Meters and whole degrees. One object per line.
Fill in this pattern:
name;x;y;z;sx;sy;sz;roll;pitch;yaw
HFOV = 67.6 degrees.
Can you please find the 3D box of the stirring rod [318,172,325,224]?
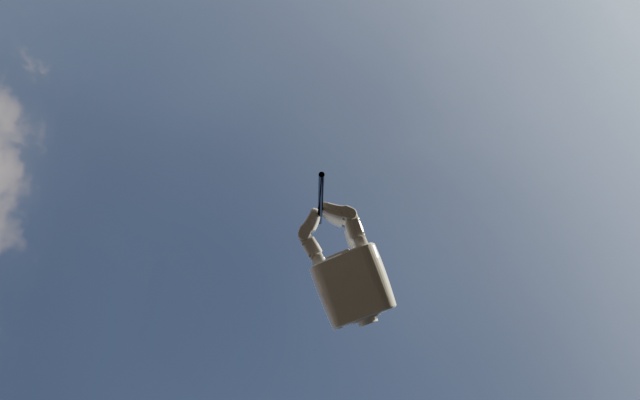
stirring rod;0.000;0.002;0.731;0.011;0.011;0.240;0;-17;-1
